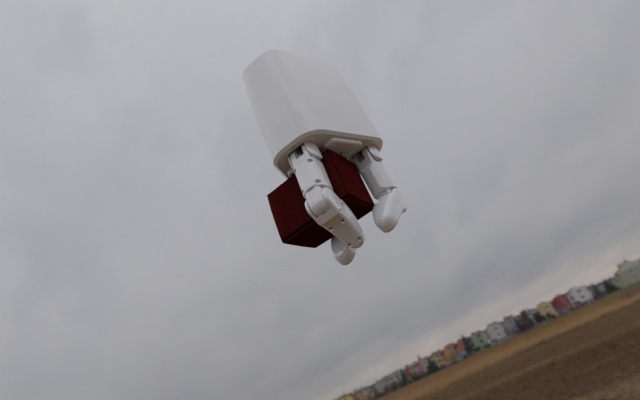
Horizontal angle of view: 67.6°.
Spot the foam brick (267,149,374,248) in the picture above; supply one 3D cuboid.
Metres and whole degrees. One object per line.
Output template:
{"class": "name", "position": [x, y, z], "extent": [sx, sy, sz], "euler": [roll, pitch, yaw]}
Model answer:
{"class": "foam brick", "position": [0.000, 0.002, 0.438], "extent": [0.078, 0.051, 0.053], "euler": [-35, -28, 22]}
